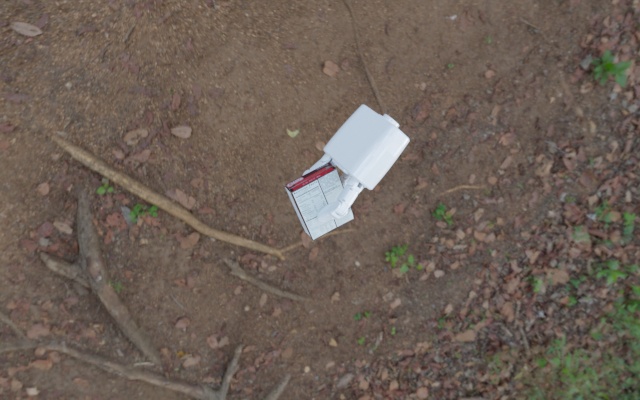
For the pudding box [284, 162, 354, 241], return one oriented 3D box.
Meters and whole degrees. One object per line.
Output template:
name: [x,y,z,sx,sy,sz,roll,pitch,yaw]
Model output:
pudding box: [0.000,0.003,0.829,0.090,0.113,0.039,-27,30,-9]
